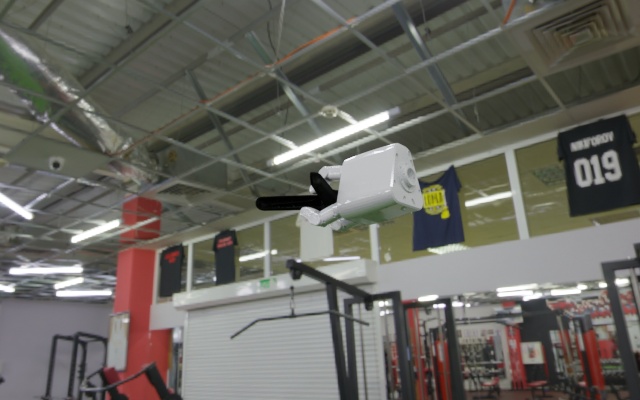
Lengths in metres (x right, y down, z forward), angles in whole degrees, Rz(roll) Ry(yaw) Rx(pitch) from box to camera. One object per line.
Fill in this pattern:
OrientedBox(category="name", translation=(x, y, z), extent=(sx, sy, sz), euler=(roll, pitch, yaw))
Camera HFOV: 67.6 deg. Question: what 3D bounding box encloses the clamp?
OrientedBox(category="clamp", translation=(0.001, 0.002, 0.862), extent=(0.164, 0.036, 0.210), euler=(-17, -23, 39))
